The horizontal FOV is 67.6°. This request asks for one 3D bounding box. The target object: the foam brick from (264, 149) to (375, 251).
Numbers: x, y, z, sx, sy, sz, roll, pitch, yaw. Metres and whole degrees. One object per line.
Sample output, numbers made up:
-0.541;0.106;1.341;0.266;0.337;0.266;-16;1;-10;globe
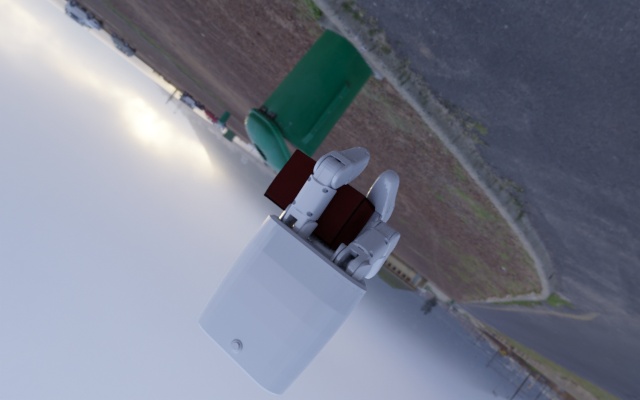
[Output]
0.000;0.001;0.418;0.078;0.051;0.053;37;0;21;foam brick
